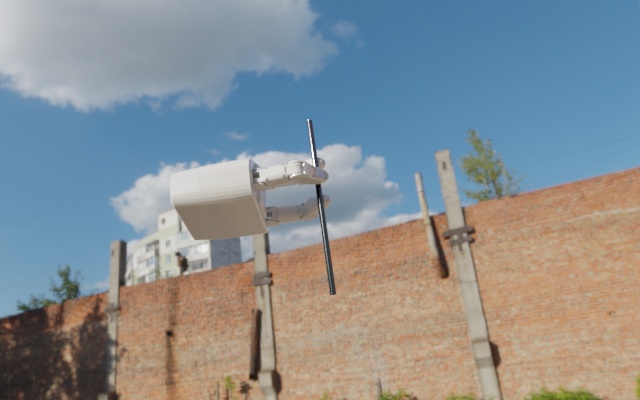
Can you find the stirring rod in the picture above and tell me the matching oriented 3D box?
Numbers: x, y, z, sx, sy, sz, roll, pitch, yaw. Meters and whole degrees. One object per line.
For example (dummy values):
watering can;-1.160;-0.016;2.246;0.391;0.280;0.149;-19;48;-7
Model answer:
stirring rod;0.000;0.002;0.619;0.011;0.239;0.011;-7;-20;-3
